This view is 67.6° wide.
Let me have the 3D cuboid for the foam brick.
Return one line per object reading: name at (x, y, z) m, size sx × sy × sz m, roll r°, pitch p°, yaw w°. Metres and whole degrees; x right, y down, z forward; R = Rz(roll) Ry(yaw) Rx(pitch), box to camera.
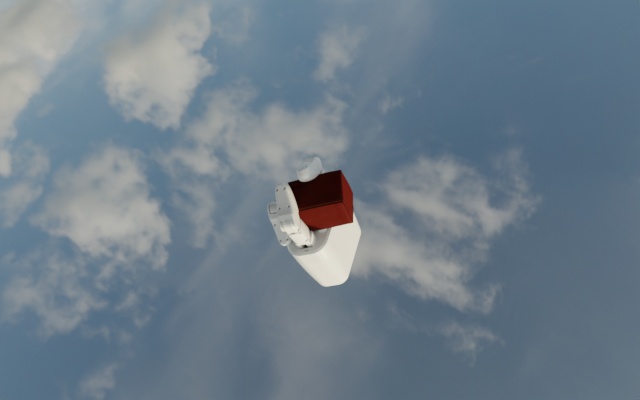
foam brick at (0.000, 0.002, 0.623) m, size 0.078 × 0.053 × 0.051 m, roll -12°, pitch -39°, yaw 18°
